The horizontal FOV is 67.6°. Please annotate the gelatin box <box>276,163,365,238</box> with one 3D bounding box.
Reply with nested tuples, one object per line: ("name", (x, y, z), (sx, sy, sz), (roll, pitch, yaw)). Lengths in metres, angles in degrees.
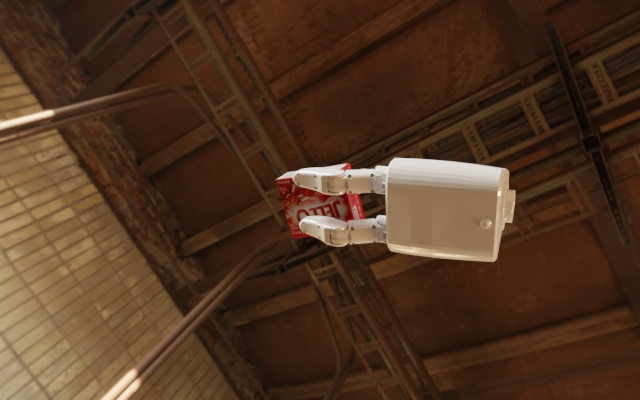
("gelatin box", (0.000, 0.002, 0.536), (0.089, 0.073, 0.030), (-6, 18, 33))
